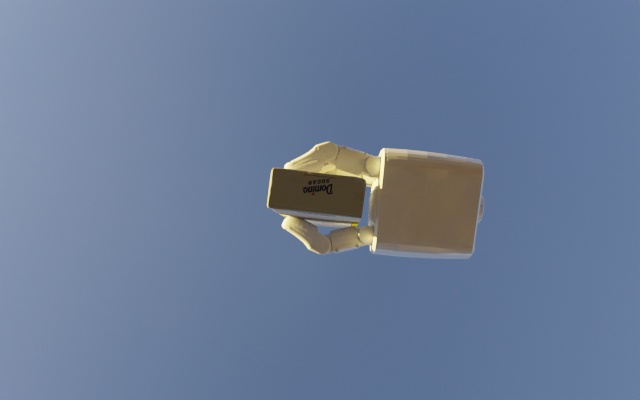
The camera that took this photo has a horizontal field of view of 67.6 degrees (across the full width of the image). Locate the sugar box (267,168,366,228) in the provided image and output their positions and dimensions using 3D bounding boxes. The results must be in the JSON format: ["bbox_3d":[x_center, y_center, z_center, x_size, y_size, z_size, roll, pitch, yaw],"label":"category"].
[{"bbox_3d":[0.000,0.001,0.534,0.093,0.048,0.176,7,-8,2],"label":"sugar box"}]
